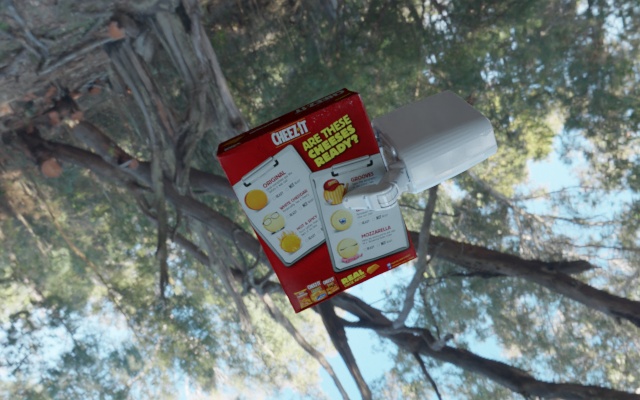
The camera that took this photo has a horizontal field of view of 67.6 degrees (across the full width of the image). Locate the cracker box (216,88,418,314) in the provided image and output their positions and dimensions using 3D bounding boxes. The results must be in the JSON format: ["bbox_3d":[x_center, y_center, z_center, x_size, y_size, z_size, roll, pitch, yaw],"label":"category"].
[{"bbox_3d":[0.000,0.002,0.556,0.164,0.214,0.072,-24,22,-3],"label":"cracker box"}]
